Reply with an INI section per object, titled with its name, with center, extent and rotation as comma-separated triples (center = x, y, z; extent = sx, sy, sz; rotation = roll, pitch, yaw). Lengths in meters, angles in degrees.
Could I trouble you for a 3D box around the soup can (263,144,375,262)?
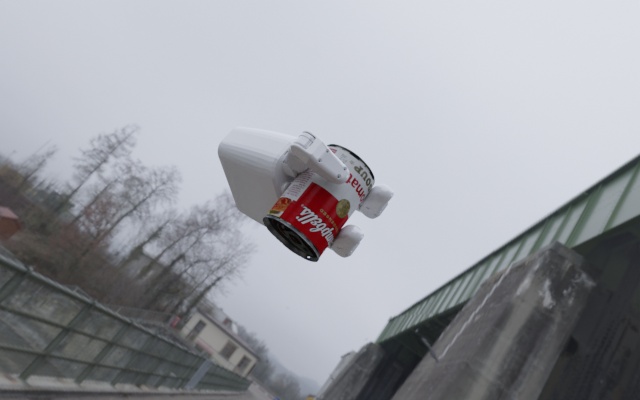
[soup can]
center = 0.001, 0.001, 0.481
extent = 0.068, 0.102, 0.068
rotation = 33, -21, 15
